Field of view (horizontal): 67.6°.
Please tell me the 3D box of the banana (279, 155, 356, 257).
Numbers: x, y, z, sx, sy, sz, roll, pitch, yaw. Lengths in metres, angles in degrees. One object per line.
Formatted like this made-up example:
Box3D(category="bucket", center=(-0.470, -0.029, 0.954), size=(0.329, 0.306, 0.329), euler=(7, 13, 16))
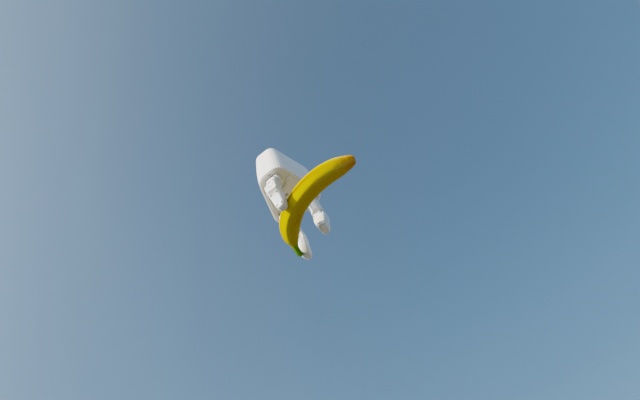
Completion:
Box3D(category="banana", center=(-0.018, -0.001, 0.787), size=(0.069, 0.198, 0.037), euler=(23, 20, -21))
